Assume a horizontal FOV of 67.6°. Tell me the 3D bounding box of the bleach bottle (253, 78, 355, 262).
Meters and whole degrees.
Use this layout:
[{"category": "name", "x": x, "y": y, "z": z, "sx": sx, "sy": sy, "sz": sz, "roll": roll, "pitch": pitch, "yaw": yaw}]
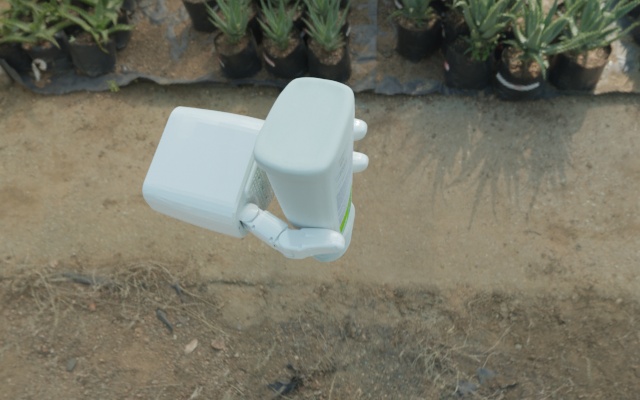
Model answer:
[{"category": "bleach bottle", "x": 0.000, "y": 0.001, "z": 0.481, "sx": 0.068, "sy": 0.102, "sz": 0.251, "roll": 13, "pitch": -30, "yaw": 14}]
